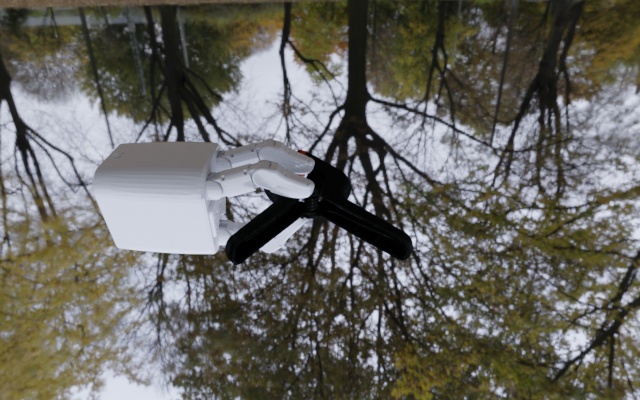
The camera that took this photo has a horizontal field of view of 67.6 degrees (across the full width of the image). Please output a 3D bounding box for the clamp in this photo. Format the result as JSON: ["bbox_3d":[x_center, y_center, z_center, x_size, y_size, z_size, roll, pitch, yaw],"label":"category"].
[{"bbox_3d":[0.000,0.002,0.493,0.164,0.036,0.210,4,28,-2],"label":"clamp"}]
